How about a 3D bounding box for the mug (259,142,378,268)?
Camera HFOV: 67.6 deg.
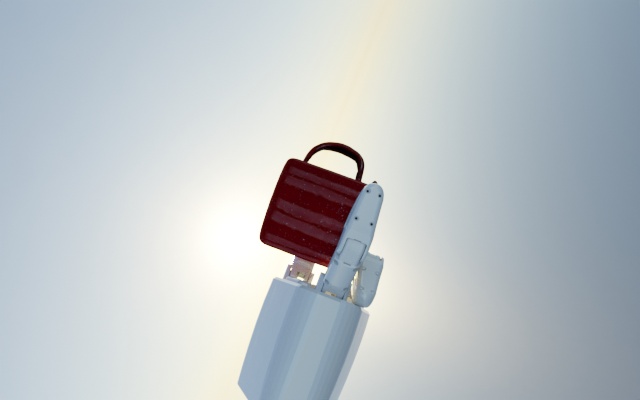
[{"bbox_3d":[0.000,0.000,0.425,0.081,0.117,0.093,20,-12,-2],"label":"mug"}]
